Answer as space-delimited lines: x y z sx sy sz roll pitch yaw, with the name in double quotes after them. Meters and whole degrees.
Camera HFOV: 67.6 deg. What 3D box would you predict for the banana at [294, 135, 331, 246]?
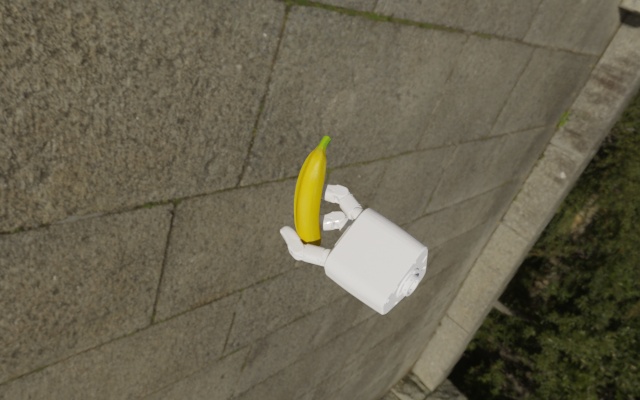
-0.011 0.006 0.705 0.037 0.198 0.069 29 38 29 "banana"
